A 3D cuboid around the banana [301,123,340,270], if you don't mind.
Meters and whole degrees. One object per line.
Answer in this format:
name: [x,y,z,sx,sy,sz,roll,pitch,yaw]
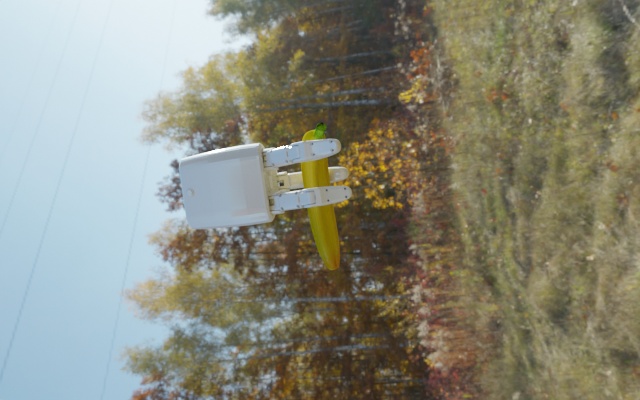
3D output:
banana: [-0.002,-0.007,0.626,0.037,0.198,0.069,-8,20,-2]
